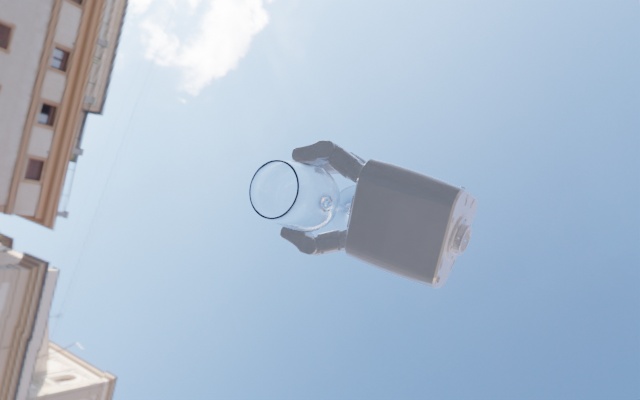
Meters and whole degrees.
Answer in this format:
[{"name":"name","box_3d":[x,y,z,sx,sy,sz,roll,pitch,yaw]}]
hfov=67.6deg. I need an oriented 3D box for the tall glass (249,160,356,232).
[{"name":"tall glass","box_3d":[0.000,0.002,0.572,0.079,0.079,0.201,0,-8,30]}]
